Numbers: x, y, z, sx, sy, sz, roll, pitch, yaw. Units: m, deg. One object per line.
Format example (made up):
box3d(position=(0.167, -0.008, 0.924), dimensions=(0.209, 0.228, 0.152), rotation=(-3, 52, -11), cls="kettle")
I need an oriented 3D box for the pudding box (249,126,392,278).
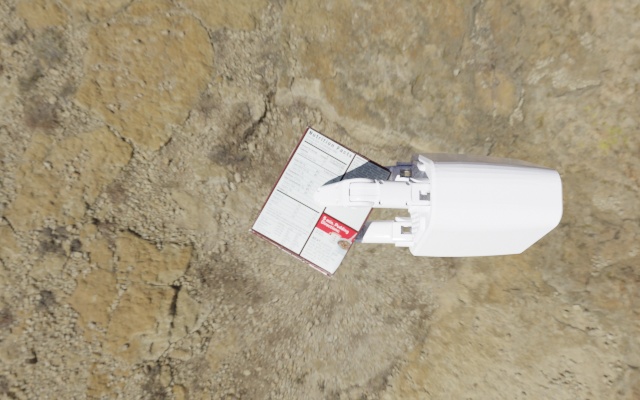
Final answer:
box3d(position=(0.000, 0.001, 0.442), dimensions=(0.090, 0.113, 0.039), rotation=(29, -6, 2), cls="pudding box")
